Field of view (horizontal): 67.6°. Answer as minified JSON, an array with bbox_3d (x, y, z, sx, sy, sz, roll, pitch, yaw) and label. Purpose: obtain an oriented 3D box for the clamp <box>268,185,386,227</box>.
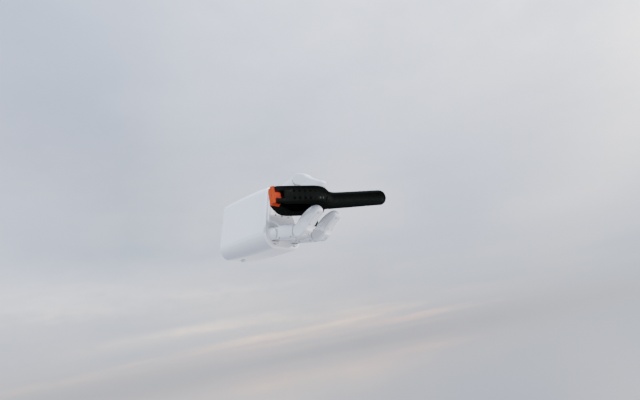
[{"bbox_3d":[-0.001,0.002,0.784,0.164,0.036,0.210,-19,-19,28],"label":"clamp"}]
